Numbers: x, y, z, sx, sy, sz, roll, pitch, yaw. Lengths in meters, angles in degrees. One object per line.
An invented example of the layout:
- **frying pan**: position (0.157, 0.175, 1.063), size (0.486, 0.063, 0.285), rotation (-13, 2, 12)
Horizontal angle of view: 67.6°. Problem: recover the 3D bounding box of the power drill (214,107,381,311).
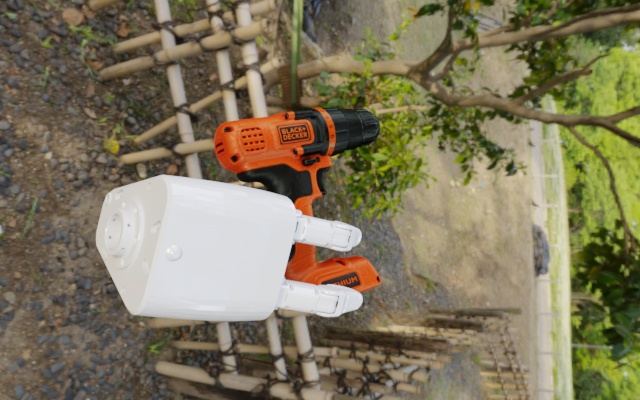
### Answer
- **power drill**: position (0.000, 0.002, 0.471), size (0.184, 0.187, 0.057), rotation (-13, -2, -31)
